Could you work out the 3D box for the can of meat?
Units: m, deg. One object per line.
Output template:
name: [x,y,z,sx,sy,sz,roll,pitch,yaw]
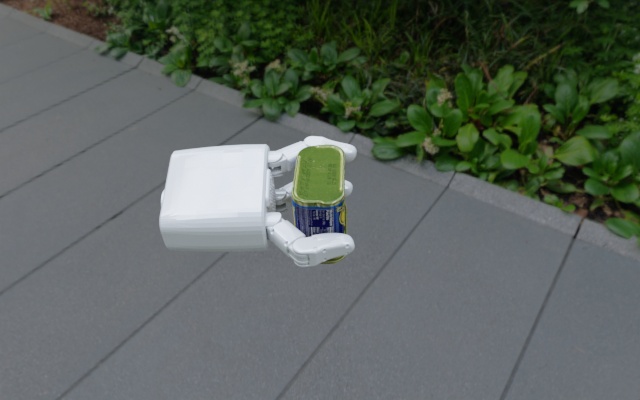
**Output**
can of meat: [0.000,0.001,0.507,0.057,0.084,0.102,0,41,3]
